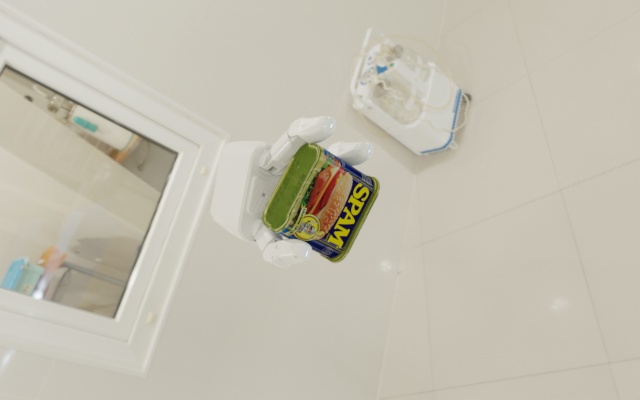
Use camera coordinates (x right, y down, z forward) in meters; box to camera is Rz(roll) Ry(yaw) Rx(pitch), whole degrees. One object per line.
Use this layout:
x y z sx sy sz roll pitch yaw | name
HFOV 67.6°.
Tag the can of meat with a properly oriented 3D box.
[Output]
0.000 0.002 0.494 0.084 0.102 0.057 29 -3 -32 | can of meat
